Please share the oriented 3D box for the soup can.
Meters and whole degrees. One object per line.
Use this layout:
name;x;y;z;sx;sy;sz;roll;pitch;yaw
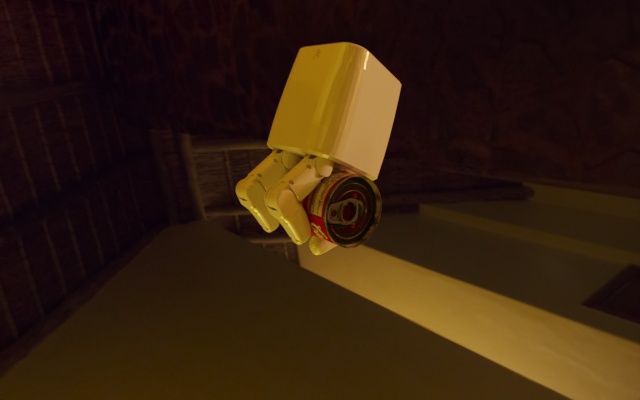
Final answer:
soup can;0.000;0.002;0.471;0.068;0.068;0.102;0;10;-39
